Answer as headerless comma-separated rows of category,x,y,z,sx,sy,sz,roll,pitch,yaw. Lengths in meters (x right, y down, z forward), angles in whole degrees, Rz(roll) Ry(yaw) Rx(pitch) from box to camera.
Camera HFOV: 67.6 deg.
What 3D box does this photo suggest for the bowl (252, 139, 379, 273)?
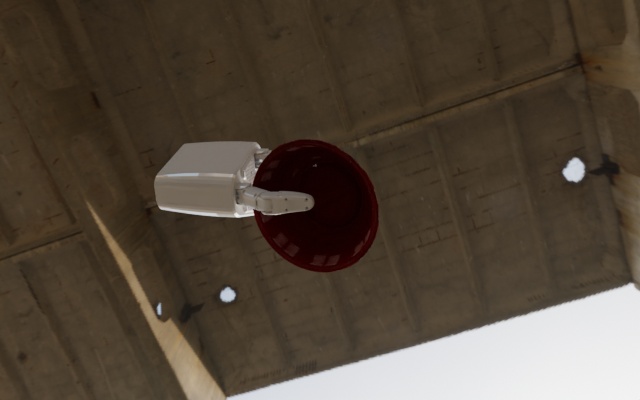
bowl,0.001,0.002,0.573,0.162,0.162,0.055,0,17,25
